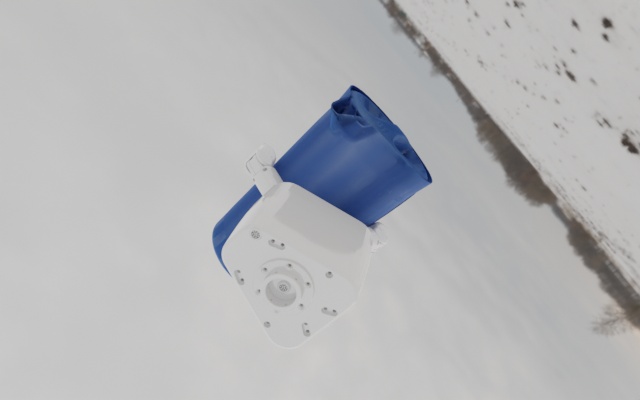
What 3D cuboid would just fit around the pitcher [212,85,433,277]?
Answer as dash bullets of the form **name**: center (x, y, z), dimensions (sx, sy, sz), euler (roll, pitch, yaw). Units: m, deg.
- **pitcher**: center (0.000, 0.002, 0.548), dimensions (0.243, 0.149, 0.145), euler (-40, 7, 19)
